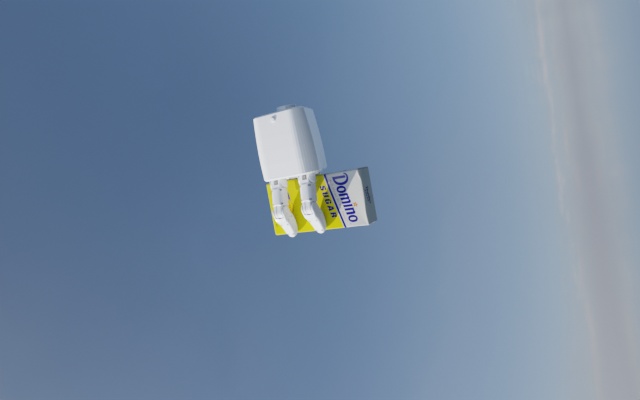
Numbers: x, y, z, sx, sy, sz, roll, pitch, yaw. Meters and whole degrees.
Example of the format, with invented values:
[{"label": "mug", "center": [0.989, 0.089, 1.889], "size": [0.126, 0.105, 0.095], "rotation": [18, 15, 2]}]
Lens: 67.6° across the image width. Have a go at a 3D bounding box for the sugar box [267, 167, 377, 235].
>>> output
[{"label": "sugar box", "center": [0.000, 0.003, 0.799], "size": [0.176, 0.093, 0.048], "rotation": [-9, 5, 29]}]
